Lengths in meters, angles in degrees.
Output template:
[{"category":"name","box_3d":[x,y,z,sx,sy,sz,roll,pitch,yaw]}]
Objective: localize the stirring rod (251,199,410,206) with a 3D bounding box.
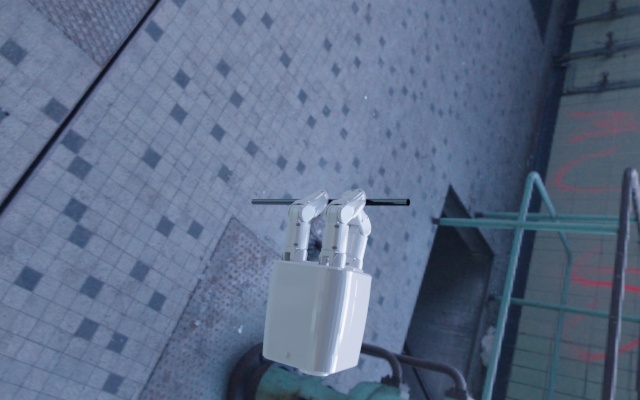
[{"category":"stirring rod","box_3d":[0.000,0.002,0.579,0.239,0.011,0.011,0,0,40]}]
